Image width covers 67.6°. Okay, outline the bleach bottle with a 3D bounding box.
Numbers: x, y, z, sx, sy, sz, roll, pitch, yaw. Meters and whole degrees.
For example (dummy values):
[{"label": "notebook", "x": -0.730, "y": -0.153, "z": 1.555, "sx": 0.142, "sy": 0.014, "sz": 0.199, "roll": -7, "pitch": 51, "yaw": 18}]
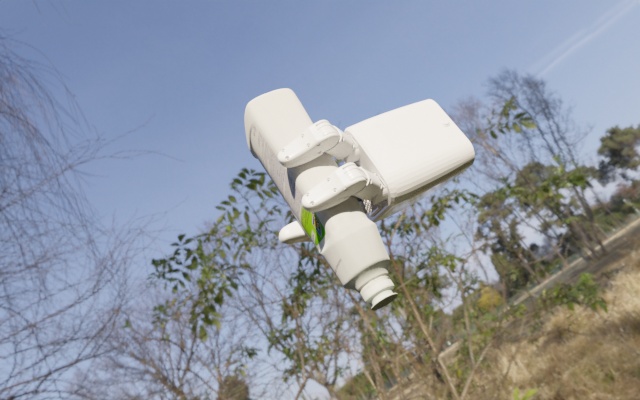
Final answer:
[{"label": "bleach bottle", "x": 0.000, "y": 0.002, "z": 0.497, "sx": 0.068, "sy": 0.250, "sz": 0.103, "roll": -24, "pitch": -28, "yaw": -14}]
